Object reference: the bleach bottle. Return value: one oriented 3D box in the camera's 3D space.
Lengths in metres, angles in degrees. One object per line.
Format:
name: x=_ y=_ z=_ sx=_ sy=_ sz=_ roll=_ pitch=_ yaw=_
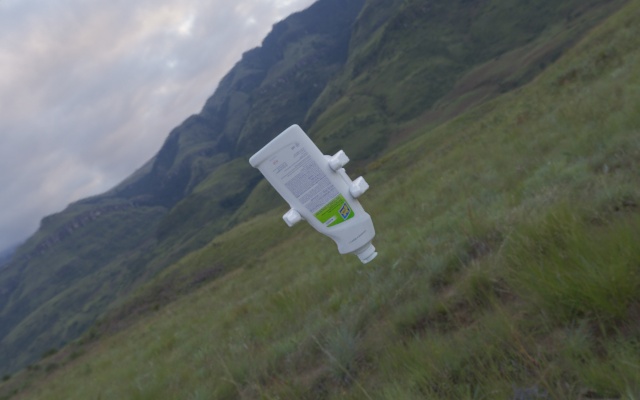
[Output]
bleach bottle: x=0.000 y=0.002 z=0.784 sx=0.102 sy=0.251 sz=0.068 roll=-37 pitch=5 yaw=8
